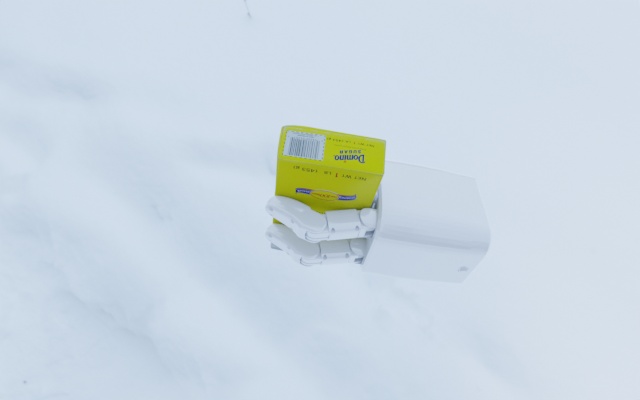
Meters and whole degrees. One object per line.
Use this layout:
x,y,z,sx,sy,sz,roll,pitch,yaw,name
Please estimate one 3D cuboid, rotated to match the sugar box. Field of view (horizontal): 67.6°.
0.000,0.002,0.476,0.093,0.048,0.176,9,-34,-1,sugar box
